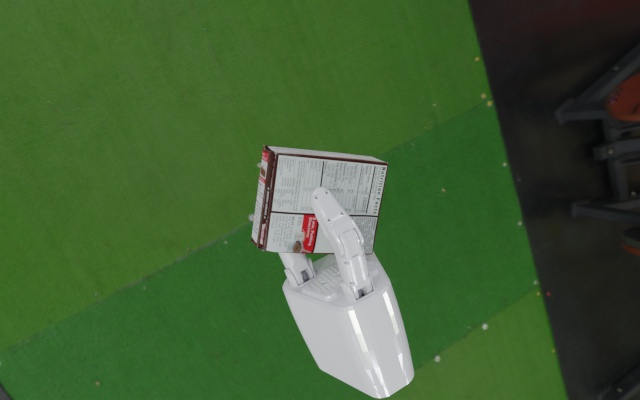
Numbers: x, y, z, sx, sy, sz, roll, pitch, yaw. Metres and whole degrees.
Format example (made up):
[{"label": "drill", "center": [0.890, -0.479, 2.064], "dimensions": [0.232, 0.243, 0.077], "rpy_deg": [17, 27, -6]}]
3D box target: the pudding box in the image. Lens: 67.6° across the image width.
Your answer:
[{"label": "pudding box", "center": [0.000, 0.002, 0.430], "dimensions": [0.113, 0.090, 0.039], "rpy_deg": [3, 12, -26]}]
